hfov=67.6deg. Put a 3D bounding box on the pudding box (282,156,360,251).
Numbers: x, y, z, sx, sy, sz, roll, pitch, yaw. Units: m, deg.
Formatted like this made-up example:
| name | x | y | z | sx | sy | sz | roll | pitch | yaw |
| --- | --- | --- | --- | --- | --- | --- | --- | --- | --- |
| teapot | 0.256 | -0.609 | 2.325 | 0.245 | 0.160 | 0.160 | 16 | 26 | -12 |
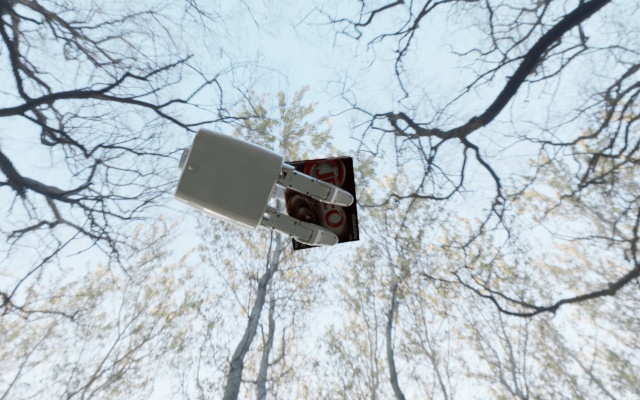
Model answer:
| name | x | y | z | sx | sy | sz | roll | pitch | yaw |
| --- | --- | --- | --- | --- | --- | --- | --- | --- | --- |
| pudding box | 0.000 | 0.002 | 0.619 | 0.090 | 0.113 | 0.039 | -8 | 11 | -9 |
